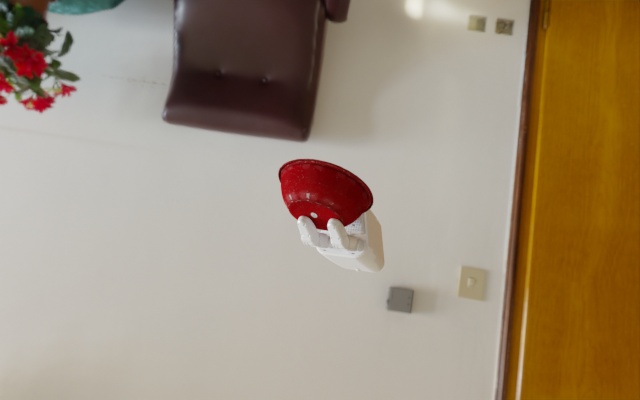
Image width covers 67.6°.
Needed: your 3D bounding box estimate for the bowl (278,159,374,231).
[{"bbox_3d":[-0.001,0.002,0.762,0.162,0.055,0.162,16,-28,9],"label":"bowl"}]
